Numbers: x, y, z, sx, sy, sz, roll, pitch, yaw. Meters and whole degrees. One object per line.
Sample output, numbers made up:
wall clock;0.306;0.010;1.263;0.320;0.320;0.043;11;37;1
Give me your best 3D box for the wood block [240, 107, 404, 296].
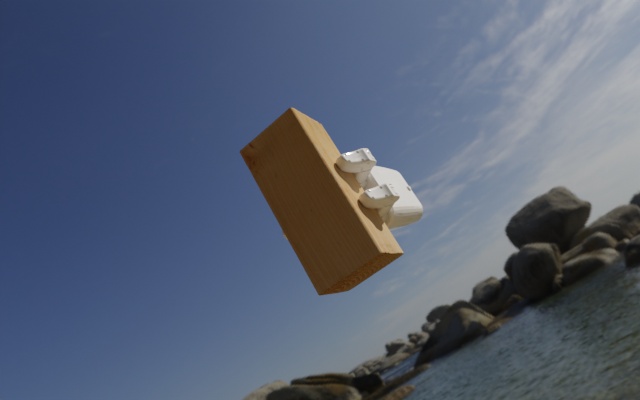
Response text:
wood block;0.000;0.002;0.585;0.091;0.206;0.090;-38;-21;18
